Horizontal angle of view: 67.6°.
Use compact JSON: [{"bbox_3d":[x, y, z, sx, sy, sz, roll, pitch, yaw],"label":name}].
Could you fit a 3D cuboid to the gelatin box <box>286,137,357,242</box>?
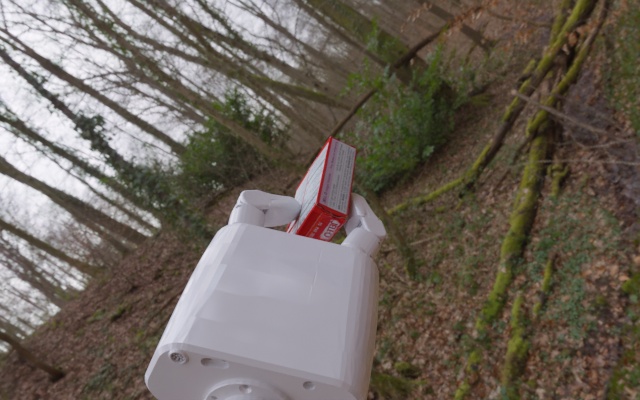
[{"bbox_3d":[0.000,0.001,0.406,0.030,0.089,0.073,23,-46,-13],"label":"gelatin box"}]
